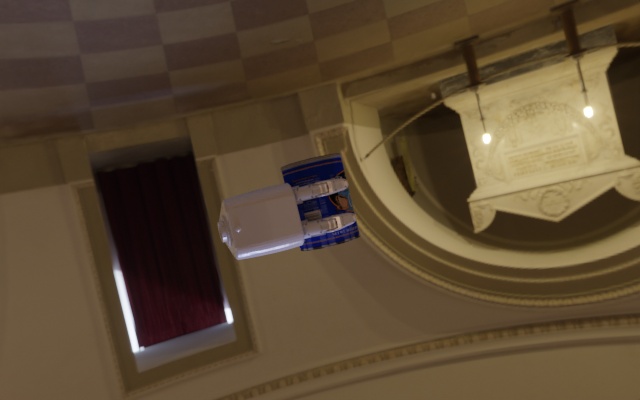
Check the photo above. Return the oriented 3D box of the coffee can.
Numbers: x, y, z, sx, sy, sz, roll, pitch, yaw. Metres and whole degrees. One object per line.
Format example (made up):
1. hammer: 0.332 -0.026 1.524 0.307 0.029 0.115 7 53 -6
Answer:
1. coffee can: 0.000 0.002 0.786 0.103 0.140 0.103 -14 0 0
